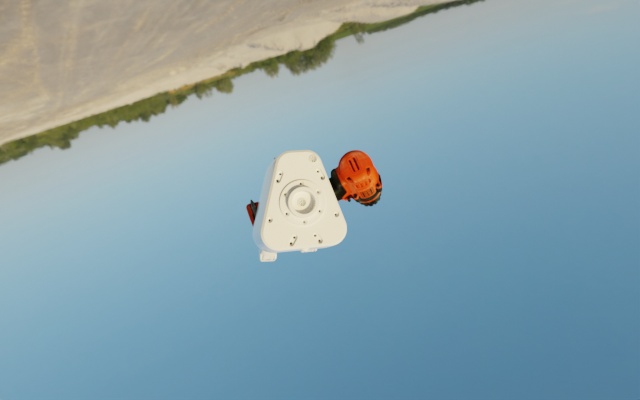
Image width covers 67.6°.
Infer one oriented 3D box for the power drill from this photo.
[{"bbox_3d":[0.000,0.002,0.690,0.187,0.057,0.184,-27,-18,5],"label":"power drill"}]
